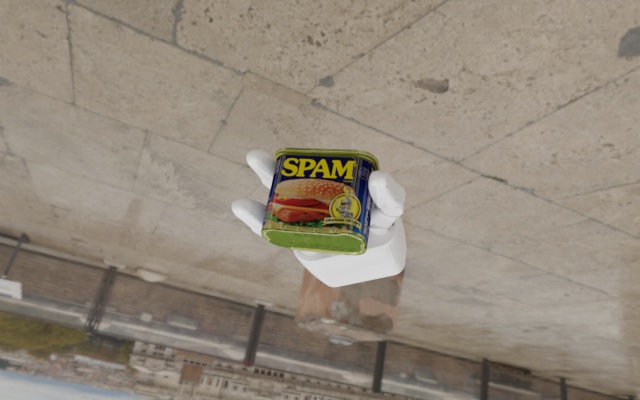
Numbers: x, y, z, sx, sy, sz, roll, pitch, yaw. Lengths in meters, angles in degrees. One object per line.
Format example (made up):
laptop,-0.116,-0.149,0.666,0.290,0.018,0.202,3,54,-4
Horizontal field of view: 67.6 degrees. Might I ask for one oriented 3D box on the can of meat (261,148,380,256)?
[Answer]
can of meat,0.000,0.002,0.448,0.102,0.084,0.057,4,-24,15
